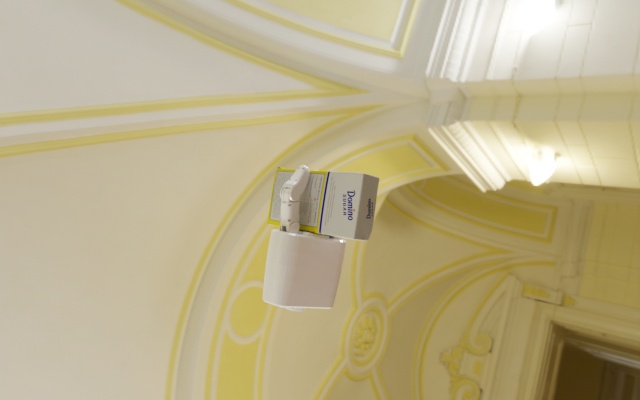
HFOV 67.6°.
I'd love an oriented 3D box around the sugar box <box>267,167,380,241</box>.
[{"bbox_3d":[0.000,0.003,0.710,0.176,0.093,0.048,8,-2,39],"label":"sugar box"}]
